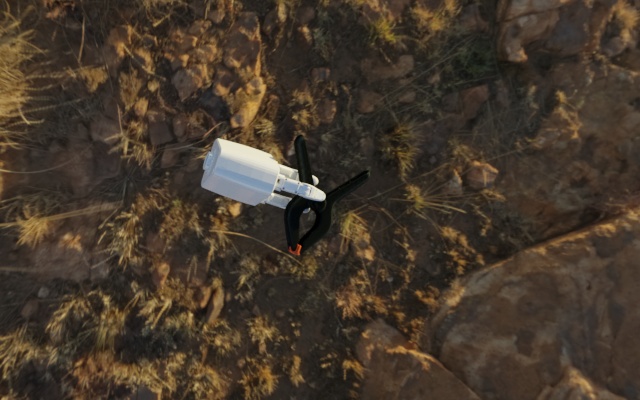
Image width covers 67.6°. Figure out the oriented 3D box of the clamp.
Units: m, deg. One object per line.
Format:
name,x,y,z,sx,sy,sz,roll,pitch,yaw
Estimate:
clamp,0.000,0.003,0.881,0.164,0.210,0.036,18,-4,-22
